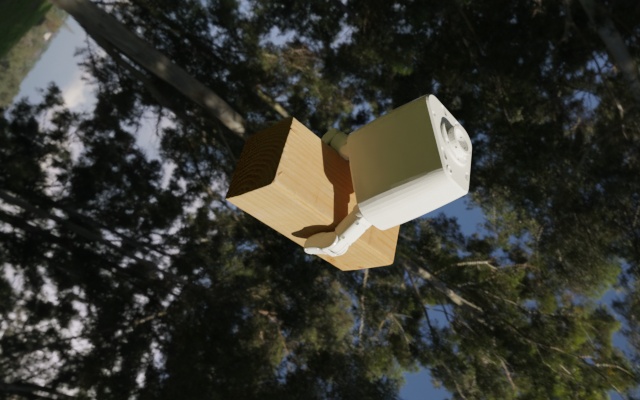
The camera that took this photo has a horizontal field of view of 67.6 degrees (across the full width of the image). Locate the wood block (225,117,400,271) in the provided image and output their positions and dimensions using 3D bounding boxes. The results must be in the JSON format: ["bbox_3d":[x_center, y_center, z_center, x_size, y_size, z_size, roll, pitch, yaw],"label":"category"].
[{"bbox_3d":[0.000,0.002,0.588,0.090,0.090,0.206,-15,-39,43],"label":"wood block"}]
